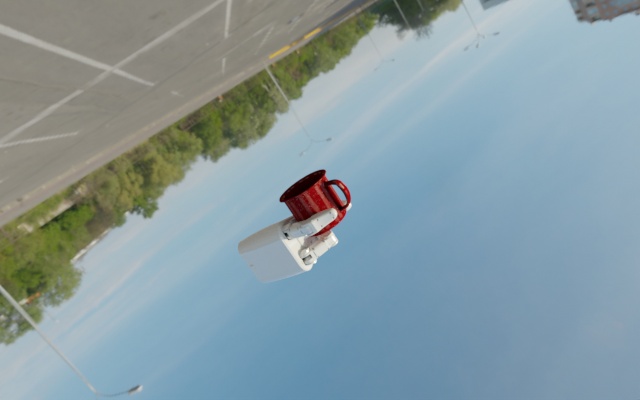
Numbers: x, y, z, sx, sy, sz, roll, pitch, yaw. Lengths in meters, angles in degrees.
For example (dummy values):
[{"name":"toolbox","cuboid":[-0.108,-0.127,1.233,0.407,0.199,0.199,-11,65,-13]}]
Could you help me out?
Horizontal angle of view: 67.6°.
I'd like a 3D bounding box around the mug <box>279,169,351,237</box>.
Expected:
[{"name":"mug","cuboid":[0.001,0.002,0.798,0.117,0.081,0.093,-23,19,33]}]
